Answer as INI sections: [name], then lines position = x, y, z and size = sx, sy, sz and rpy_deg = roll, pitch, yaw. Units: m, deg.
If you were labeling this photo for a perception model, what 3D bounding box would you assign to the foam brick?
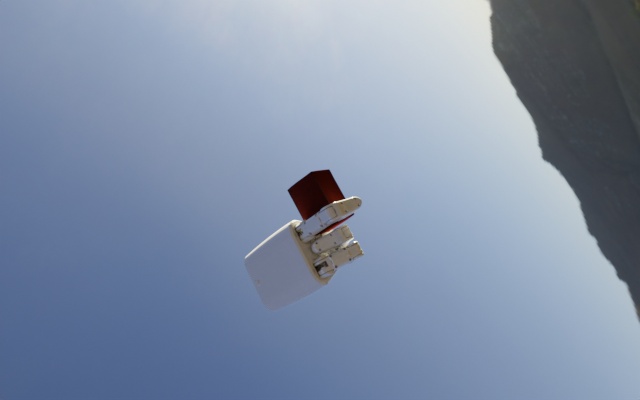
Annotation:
[foam brick]
position = 0.000, 0.002, 0.678
size = 0.051, 0.078, 0.053
rpy_deg = -35, -13, 29
